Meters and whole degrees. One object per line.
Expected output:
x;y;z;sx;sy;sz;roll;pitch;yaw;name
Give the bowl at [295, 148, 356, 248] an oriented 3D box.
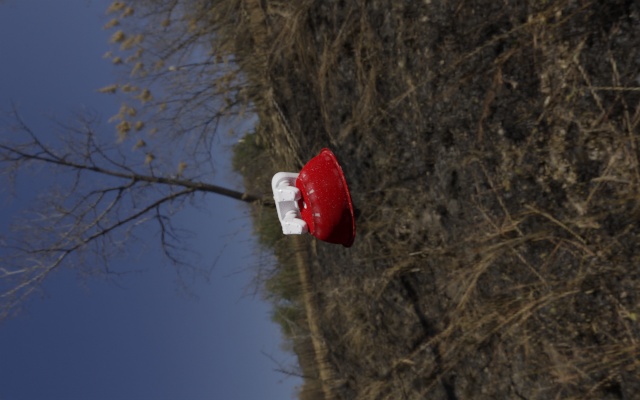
0.000;0.002;0.747;0.055;0.162;0.162;-14;3;-14;bowl
